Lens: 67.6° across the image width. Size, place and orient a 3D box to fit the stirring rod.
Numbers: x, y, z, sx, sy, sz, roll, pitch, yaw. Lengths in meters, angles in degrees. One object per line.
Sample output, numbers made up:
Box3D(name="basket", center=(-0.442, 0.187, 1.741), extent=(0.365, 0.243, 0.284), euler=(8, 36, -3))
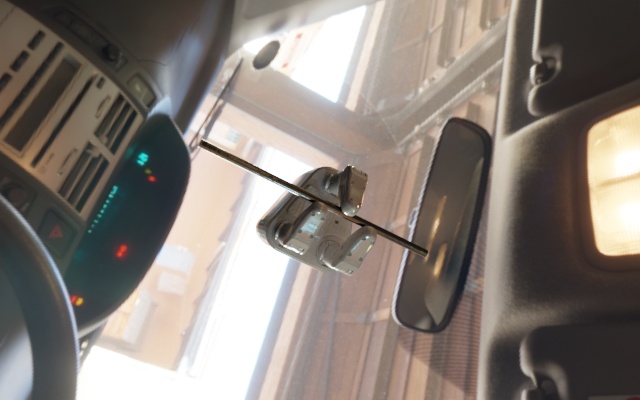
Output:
Box3D(name="stirring rod", center=(0.000, 0.001, 0.444), extent=(0.239, 0.011, 0.011), euler=(26, -7, -15))
